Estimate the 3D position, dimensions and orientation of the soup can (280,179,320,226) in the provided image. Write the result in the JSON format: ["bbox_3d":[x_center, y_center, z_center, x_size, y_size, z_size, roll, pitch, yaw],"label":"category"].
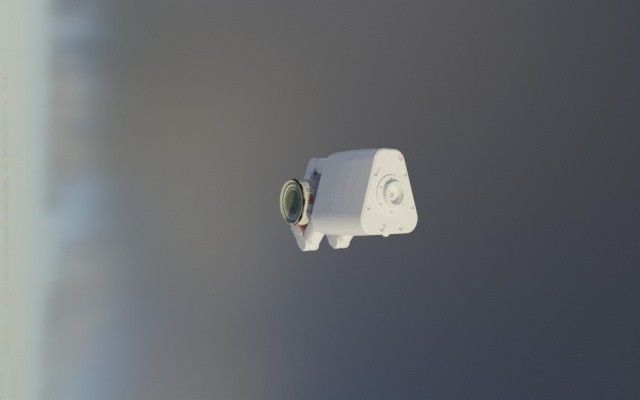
[{"bbox_3d":[0.000,0.002,0.699,0.102,0.068,0.068,0,0,-33],"label":"soup can"}]
